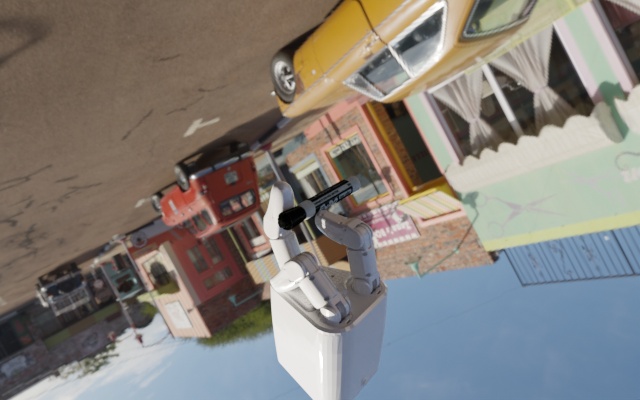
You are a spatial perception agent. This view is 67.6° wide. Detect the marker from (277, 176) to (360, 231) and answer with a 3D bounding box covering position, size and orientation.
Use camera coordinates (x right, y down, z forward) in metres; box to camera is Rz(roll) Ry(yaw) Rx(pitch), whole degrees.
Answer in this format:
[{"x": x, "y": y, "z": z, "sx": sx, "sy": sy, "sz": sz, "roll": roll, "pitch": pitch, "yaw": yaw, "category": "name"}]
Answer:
[{"x": 0.000, "y": 0.002, "z": 0.483, "sx": 0.020, "sy": 0.020, "sz": 0.121, "roll": 0, "pitch": 20, "yaw": 40, "category": "marker"}]
